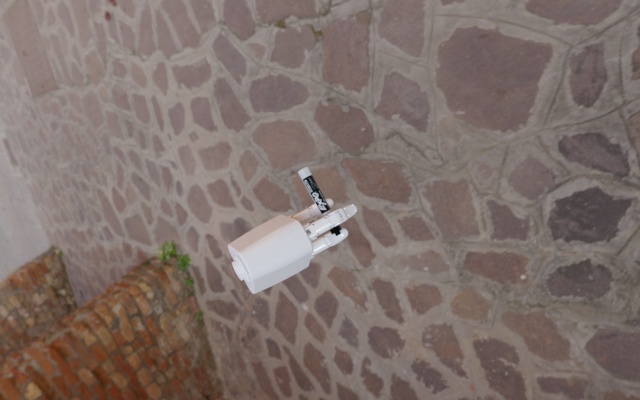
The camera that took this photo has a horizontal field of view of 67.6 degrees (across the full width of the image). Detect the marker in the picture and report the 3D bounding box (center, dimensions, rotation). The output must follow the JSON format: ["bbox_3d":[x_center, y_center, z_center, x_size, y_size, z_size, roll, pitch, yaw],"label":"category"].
[{"bbox_3d":[0.000,0.002,0.769,0.020,0.121,0.020,-29,-3,-2],"label":"marker"}]
